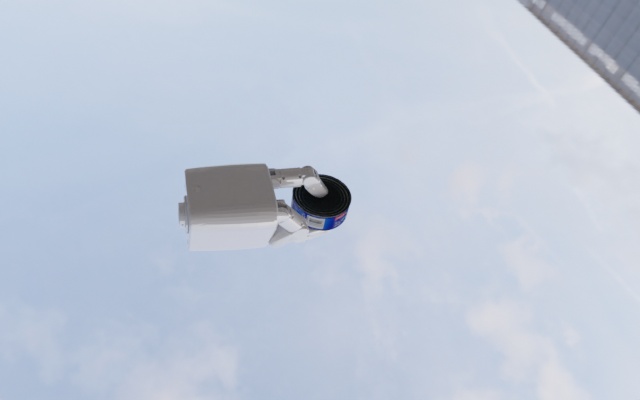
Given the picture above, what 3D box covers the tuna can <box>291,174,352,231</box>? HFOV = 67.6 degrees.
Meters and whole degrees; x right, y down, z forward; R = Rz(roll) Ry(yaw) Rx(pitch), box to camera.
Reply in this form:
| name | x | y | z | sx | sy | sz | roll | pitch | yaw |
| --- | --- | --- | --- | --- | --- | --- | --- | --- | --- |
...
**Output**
| name | x | y | z | sx | sy | sz | roll | pitch | yaw |
| --- | --- | --- | --- | --- | --- | --- | --- | --- | --- |
| tuna can | 0.000 | 0.003 | 0.693 | 0.086 | 0.086 | 0.034 | 0 | -43 | -12 |
